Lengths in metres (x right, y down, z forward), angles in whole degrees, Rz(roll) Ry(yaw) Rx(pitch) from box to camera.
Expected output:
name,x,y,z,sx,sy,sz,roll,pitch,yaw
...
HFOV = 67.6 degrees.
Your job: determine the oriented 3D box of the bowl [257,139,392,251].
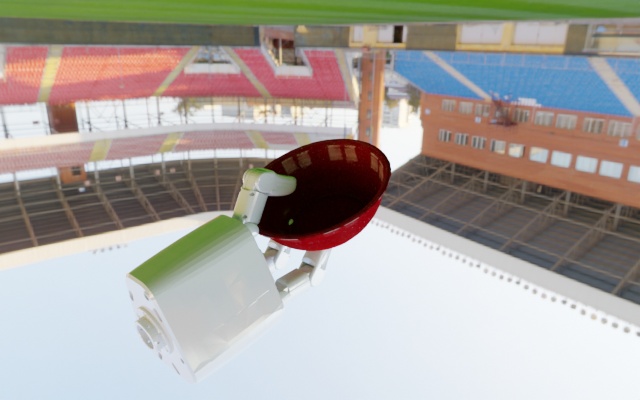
name,x,y,z,sx,sy,sz,roll,pitch,yaw
bowl,0.001,0.001,0.508,0.162,0.055,0.162,-13,38,11
